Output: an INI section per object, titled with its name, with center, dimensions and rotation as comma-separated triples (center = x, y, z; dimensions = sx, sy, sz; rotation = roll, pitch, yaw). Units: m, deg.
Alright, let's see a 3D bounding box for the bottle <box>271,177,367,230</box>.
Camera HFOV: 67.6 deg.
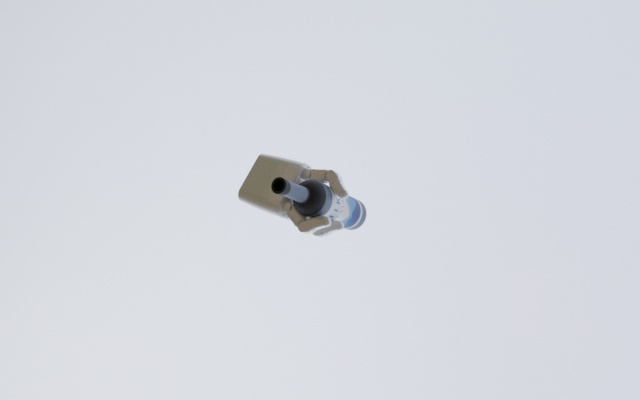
[bottle]
center = 0.000, 0.003, 0.874
dimensions = 0.069, 0.069, 0.296
rotation = 0, -10, 27
